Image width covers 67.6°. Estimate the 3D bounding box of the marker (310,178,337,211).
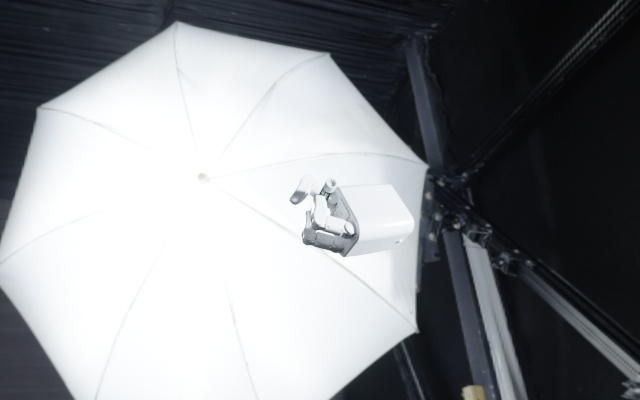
[{"bbox_3d":[0.000,0.003,0.784,0.020,0.020,0.121,0,-30,-19],"label":"marker"}]
